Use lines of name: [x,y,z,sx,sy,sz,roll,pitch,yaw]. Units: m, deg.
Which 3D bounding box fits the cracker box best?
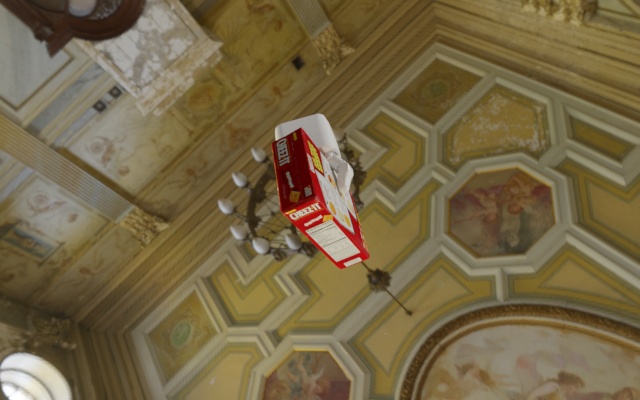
cracker box: [0.000,0.003,0.844,0.072,0.164,0.214,-26,-42,15]
